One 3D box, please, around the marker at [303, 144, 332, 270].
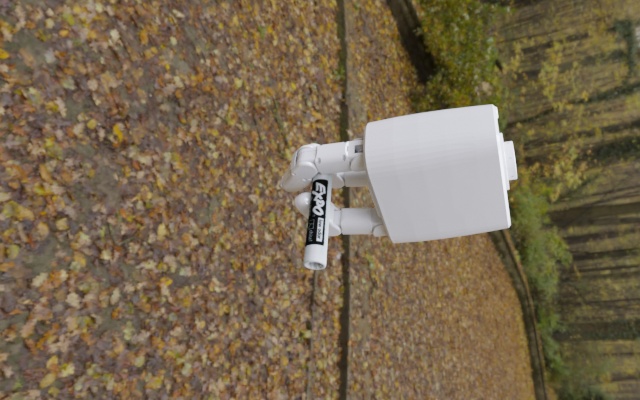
[{"bbox_3d":[0.000,0.001,0.419,0.020,0.121,0.020,4,-30,2],"label":"marker"}]
